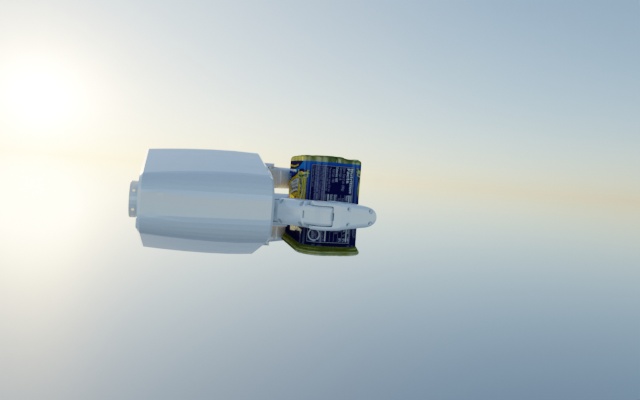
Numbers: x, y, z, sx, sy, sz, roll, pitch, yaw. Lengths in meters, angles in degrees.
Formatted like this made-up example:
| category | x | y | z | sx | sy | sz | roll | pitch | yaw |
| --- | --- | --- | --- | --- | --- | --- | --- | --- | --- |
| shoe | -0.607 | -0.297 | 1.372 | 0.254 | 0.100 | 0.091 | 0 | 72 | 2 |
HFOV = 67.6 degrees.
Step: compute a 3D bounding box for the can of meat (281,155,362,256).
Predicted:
| category | x | y | z | sx | sy | sz | roll | pitch | yaw |
| --- | --- | --- | --- | --- | --- | --- | --- | --- | --- |
| can of meat | 0.000 | 0.001 | 0.445 | 0.057 | 0.084 | 0.102 | 3 | 3 | -15 |
